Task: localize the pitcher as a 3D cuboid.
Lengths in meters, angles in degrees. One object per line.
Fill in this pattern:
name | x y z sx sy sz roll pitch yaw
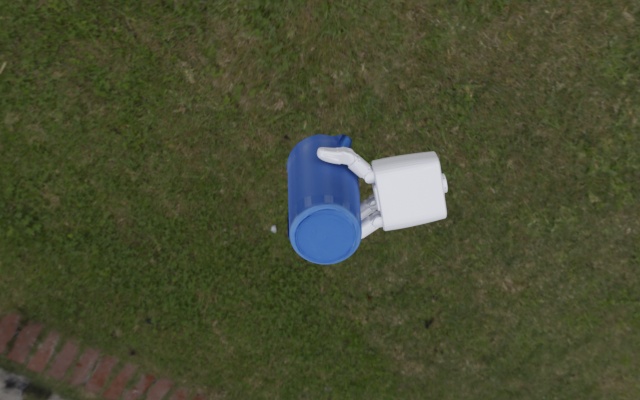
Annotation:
pitcher | 0.000 0.003 0.802 0.145 0.149 0.242 -9 30 4
